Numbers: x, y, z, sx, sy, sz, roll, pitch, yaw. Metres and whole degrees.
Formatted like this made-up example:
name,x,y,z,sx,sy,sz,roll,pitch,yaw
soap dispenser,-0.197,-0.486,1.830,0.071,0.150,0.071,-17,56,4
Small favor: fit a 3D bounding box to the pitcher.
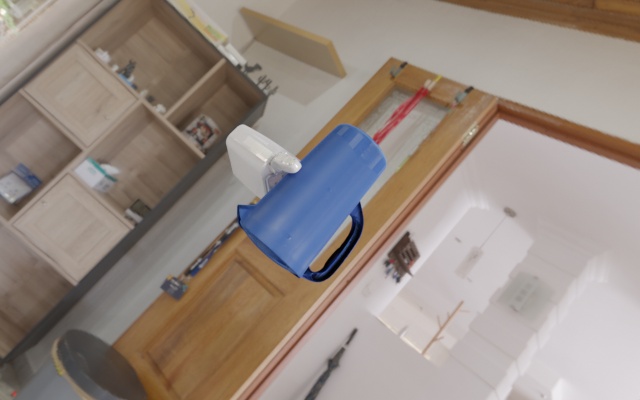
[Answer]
name,x,y,z,sx,sy,sz,roll,pitch,yaw
pitcher,0.000,0.002,0.770,0.145,0.243,0.149,35,-13,31
